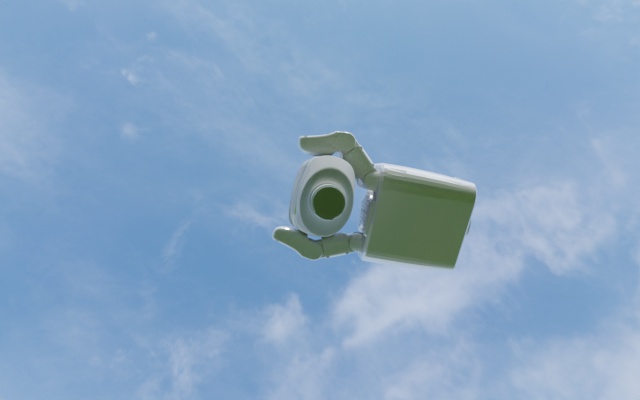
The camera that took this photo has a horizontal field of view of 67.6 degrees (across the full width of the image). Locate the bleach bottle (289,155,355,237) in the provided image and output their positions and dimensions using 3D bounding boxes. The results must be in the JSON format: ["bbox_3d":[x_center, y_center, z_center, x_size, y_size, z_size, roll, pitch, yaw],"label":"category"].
[{"bbox_3d":[0.000,0.002,0.531,0.068,0.102,0.251,11,4,-3],"label":"bleach bottle"}]
